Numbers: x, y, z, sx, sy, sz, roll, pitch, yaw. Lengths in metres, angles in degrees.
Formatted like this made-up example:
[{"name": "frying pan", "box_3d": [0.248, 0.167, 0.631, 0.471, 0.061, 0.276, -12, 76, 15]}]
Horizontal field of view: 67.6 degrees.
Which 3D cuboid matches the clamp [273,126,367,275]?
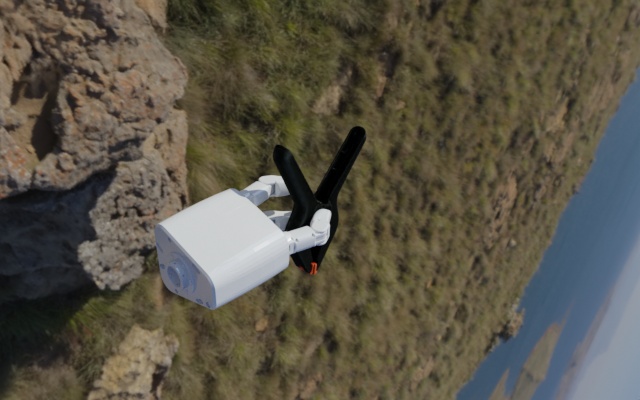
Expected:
[{"name": "clamp", "box_3d": [0.001, 0.003, 0.640, 0.036, 0.210, 0.164, 27, 38, 34]}]
